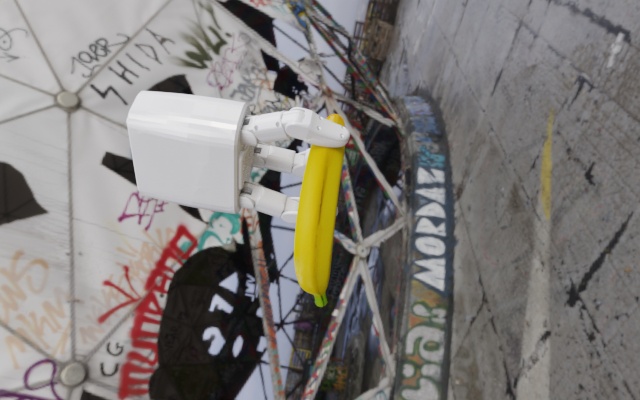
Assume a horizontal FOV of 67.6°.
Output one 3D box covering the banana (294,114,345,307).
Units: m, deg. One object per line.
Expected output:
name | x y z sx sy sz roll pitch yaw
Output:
banana | -0.001 0.002 0.459 0.037 0.197 0.069 7 -9 3
